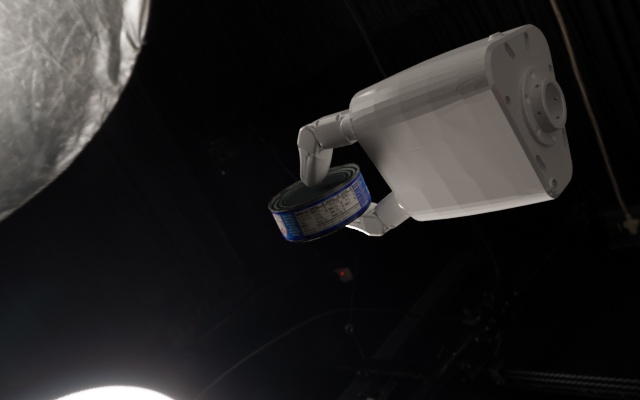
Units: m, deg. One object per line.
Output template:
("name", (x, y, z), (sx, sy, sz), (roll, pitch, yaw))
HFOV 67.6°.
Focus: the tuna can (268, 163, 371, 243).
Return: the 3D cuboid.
("tuna can", (0.000, 0.002, 0.417), (0.086, 0.034, 0.086), (-23, 15, 7))
